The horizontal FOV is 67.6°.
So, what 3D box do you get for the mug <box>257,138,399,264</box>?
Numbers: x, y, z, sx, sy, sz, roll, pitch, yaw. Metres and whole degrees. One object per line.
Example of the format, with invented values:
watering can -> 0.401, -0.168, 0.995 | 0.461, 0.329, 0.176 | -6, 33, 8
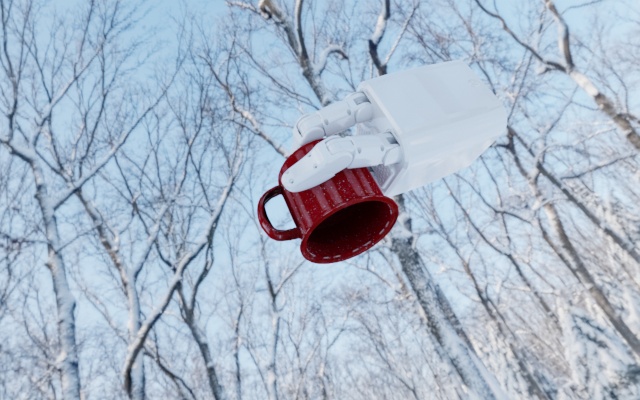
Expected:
mug -> -0.001, 0.002, 0.430 | 0.117, 0.081, 0.093 | -17, -35, -15
